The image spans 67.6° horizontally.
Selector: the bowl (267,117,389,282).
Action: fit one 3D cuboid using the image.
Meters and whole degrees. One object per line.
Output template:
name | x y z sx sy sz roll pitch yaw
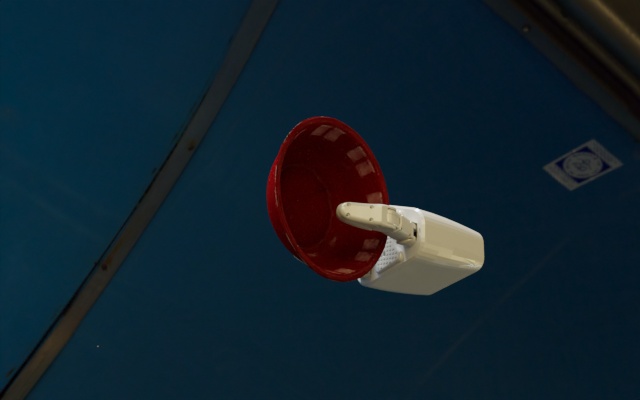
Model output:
bowl | -0.001 0.001 0.478 0.055 0.162 0.162 -13 -9 43
